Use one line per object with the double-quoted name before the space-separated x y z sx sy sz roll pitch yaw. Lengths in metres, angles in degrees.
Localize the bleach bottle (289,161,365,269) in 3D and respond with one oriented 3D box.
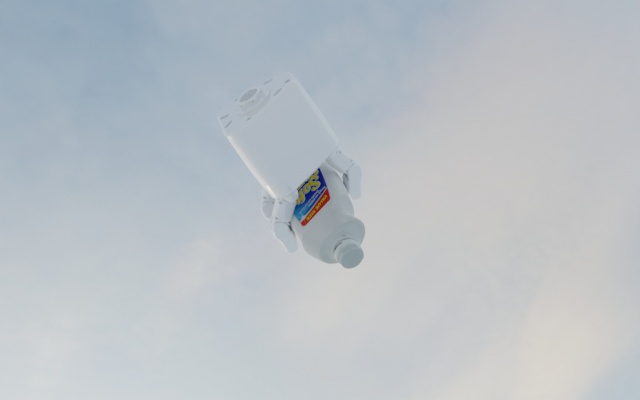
"bleach bottle" 0.000 0.002 0.639 0.102 0.068 0.250 -36 35 0
